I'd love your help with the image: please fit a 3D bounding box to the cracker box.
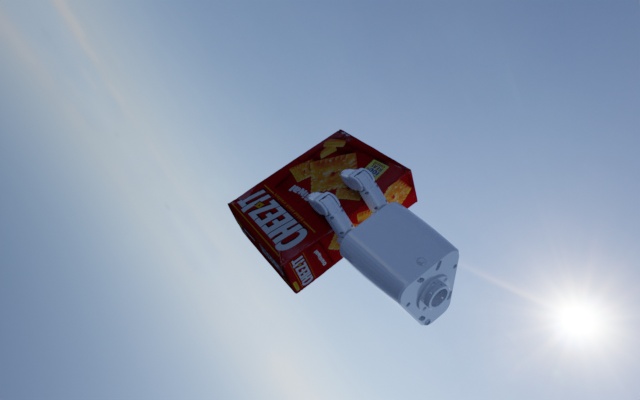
[{"bbox_3d":[0.000,0.002,0.670,0.213,0.072,0.164,-35,43,-15],"label":"cracker box"}]
